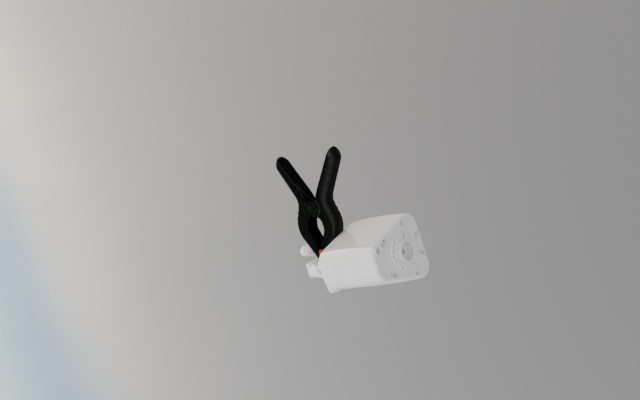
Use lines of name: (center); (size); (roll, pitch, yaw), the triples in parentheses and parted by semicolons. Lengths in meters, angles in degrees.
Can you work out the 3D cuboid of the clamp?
clamp: (0.000, 0.003, 0.708); (0.039, 0.171, 0.120); (-22, 3, -43)
